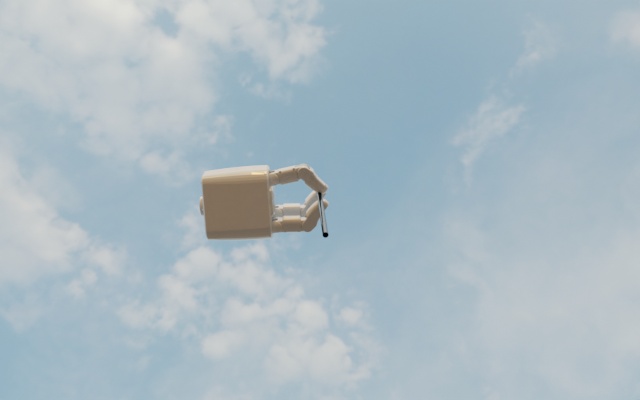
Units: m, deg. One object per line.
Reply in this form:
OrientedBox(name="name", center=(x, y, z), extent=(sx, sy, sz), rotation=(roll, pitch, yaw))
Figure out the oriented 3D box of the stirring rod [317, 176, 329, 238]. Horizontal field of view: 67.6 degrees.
OrientedBox(name="stirring rod", center=(0.000, 0.002, 0.738), extent=(0.011, 0.011, 0.239), rotation=(0, 21, -3))
